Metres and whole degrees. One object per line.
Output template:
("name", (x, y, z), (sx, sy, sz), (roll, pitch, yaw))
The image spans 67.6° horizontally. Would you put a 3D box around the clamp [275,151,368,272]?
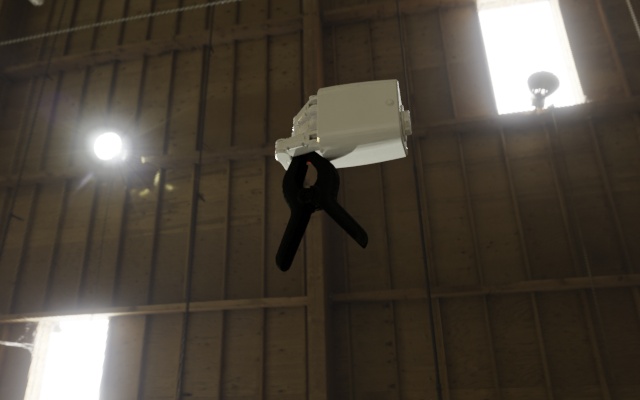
("clamp", (0.000, 0.002, 0.611), (0.120, 0.171, 0.039), (-7, -24, 15))
